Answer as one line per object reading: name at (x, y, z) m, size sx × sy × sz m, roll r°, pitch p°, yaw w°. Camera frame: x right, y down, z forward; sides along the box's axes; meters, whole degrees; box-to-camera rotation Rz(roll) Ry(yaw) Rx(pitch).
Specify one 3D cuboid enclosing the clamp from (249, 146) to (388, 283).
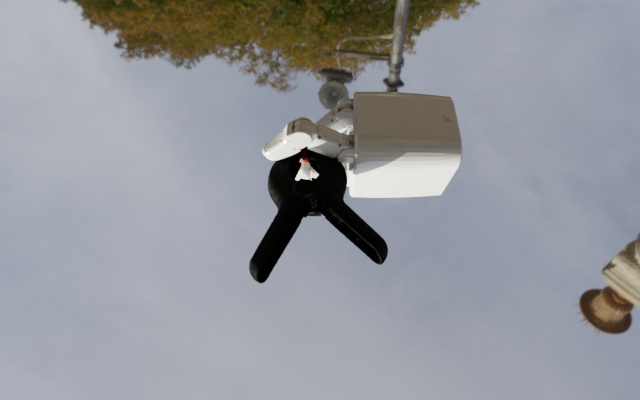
clamp at (0.000, 0.002, 0.457) m, size 0.120 × 0.171 × 0.039 m, roll 2°, pitch -38°, yaw 0°
